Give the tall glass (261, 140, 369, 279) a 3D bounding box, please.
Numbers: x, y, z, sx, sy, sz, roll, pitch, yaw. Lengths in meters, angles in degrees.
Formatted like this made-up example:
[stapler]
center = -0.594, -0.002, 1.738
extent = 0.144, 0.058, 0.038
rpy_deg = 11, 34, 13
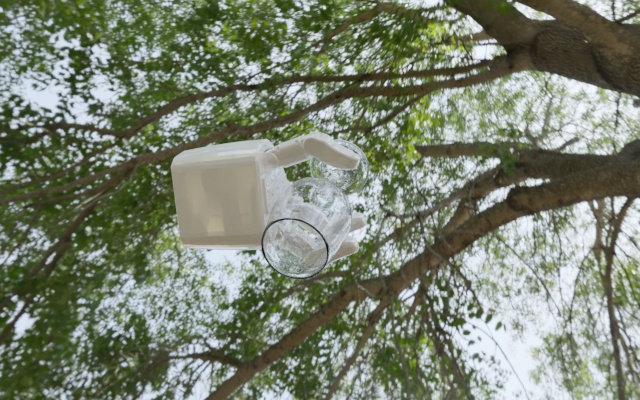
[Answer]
[tall glass]
center = 0.000, 0.001, 0.500
extent = 0.079, 0.079, 0.201
rpy_deg = 0, 24, 14
